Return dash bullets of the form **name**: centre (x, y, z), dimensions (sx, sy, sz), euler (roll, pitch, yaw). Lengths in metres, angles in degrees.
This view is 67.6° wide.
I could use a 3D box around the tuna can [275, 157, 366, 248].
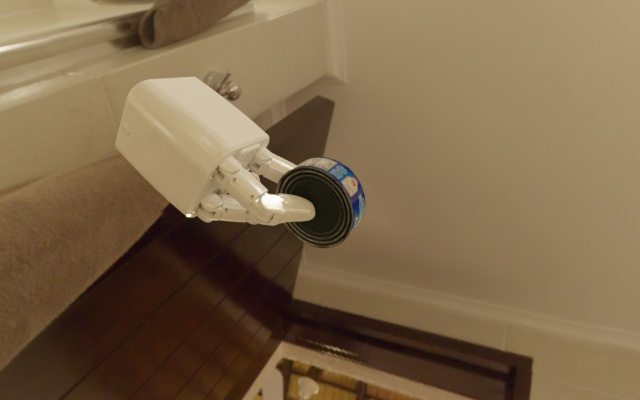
- **tuna can**: centre (0.000, 0.001, 0.469), dimensions (0.086, 0.086, 0.033), euler (0, 24, 32)
